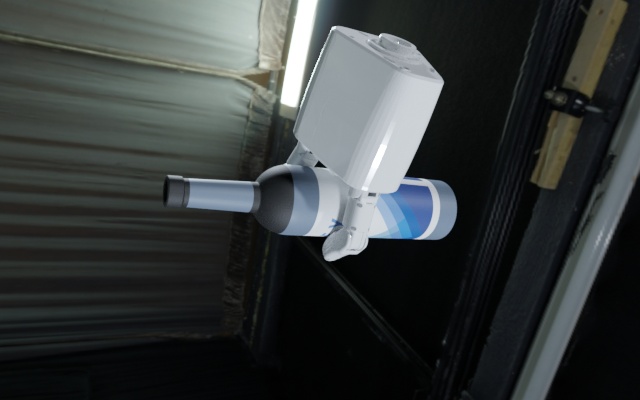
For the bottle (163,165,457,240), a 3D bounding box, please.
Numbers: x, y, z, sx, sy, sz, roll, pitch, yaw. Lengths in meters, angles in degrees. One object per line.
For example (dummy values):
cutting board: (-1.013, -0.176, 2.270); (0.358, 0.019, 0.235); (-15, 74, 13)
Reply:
bottle: (0.000, 0.002, 0.468); (0.296, 0.069, 0.069); (4, -2, -28)
